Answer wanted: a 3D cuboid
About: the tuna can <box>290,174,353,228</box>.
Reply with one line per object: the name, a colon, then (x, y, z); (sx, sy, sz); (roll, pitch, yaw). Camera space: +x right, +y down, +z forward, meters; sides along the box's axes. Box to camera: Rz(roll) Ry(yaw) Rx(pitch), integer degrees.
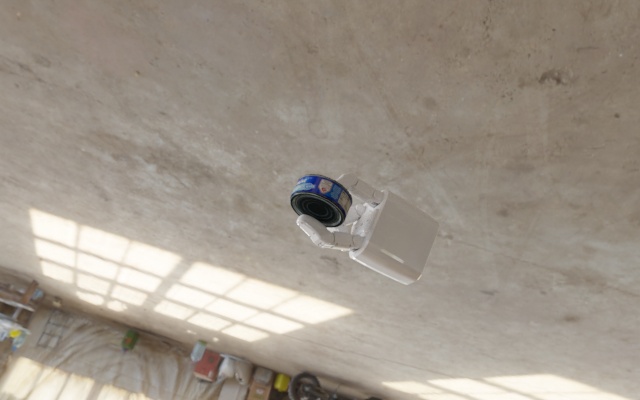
tuna can: (0.000, 0.003, 0.682); (0.086, 0.033, 0.086); (18, -31, 11)
